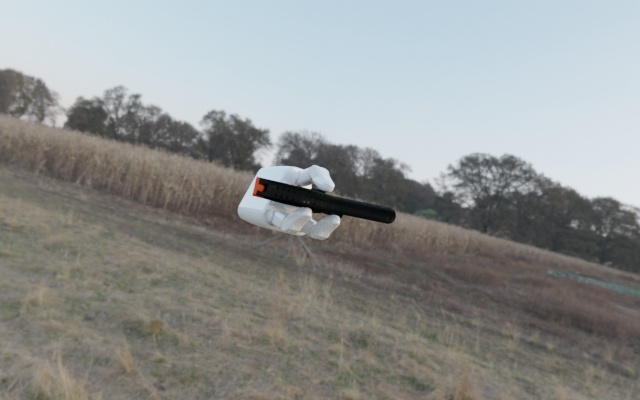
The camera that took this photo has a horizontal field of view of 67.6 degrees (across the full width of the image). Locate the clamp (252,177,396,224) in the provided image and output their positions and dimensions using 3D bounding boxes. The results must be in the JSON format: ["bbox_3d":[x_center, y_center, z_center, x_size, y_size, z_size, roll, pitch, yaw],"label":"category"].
[{"bbox_3d":[0.000,0.001,0.733,0.210,0.036,0.164,15,-7,-34],"label":"clamp"}]
